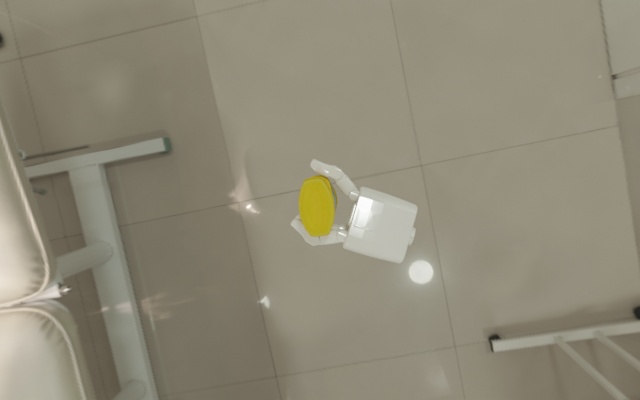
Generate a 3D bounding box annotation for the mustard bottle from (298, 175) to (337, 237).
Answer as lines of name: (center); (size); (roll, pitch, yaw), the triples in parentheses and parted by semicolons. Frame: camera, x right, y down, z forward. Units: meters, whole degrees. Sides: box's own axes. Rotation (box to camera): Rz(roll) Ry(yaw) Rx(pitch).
mustard bottle: (0.000, 0.003, 0.855); (0.058, 0.096, 0.191); (-8, 5, 5)
